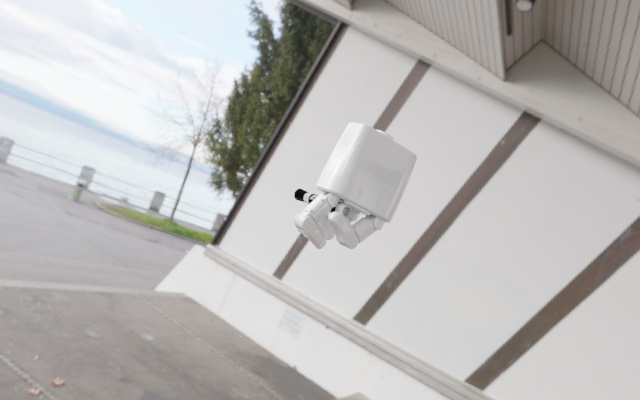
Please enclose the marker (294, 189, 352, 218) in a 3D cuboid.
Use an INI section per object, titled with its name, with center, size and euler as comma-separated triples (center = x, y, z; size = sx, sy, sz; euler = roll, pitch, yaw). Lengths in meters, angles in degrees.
[marker]
center = 0.000, 0.002, 0.690
size = 0.020, 0.020, 0.121
euler = 0, 12, -38
